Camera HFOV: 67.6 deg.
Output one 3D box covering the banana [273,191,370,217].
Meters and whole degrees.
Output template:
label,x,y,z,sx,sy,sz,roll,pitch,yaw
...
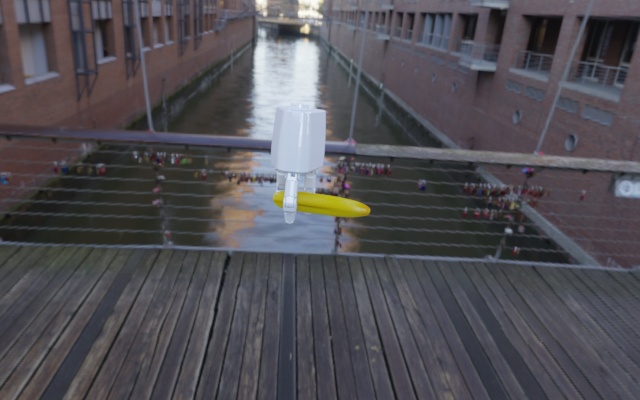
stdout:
label,x,y,z,sx,sy,sz,roll,pitch,yaw
banana,-0.010,0.004,0.879,0.198,0.037,0.069,8,8,20
